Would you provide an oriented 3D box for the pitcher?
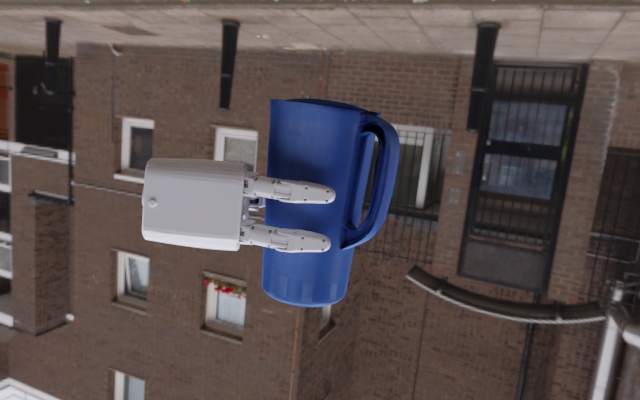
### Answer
[{"bbox_3d":[0.000,0.002,0.579,0.145,0.243,0.149,6,10,-6],"label":"pitcher"}]
